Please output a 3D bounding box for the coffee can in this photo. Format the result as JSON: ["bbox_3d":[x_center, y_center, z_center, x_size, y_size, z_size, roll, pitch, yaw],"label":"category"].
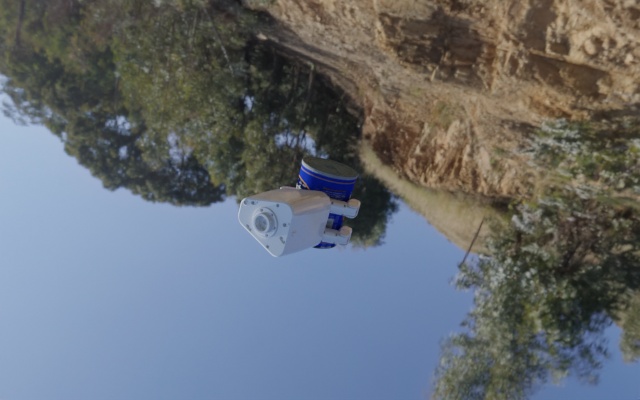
[{"bbox_3d":[0.000,0.003,0.872,0.103,0.140,0.102,14,18,-5],"label":"coffee can"}]
